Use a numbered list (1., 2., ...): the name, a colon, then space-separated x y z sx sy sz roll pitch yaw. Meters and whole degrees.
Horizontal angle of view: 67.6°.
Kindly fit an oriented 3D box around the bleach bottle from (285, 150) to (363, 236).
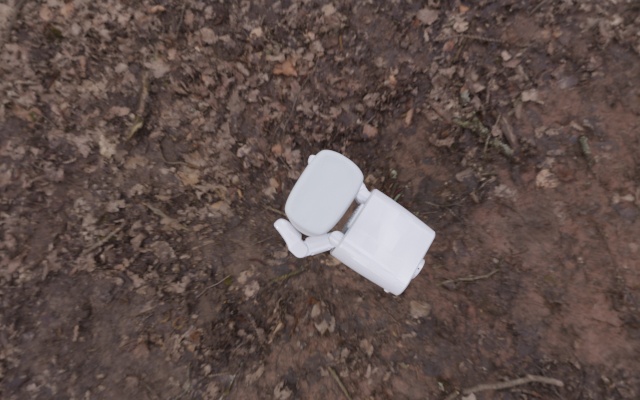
1. bleach bottle: 0.000 0.002 0.677 0.068 0.102 0.251 34 -5 2
